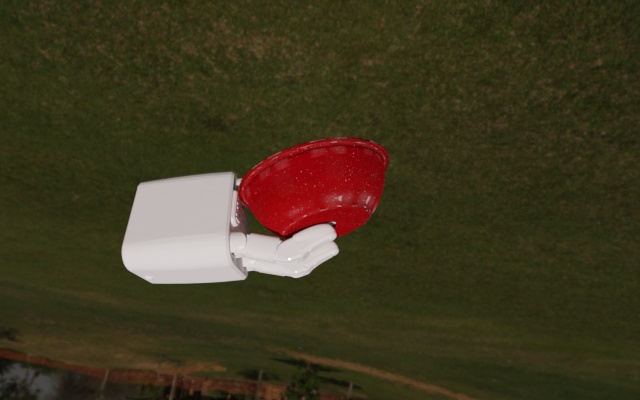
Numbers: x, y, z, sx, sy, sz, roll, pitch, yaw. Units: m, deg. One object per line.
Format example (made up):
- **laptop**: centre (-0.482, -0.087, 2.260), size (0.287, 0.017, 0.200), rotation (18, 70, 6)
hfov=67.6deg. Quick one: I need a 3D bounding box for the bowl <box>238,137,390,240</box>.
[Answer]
- **bowl**: centre (0.001, 0.002, 0.487), size (0.162, 0.055, 0.162), rotation (-13, -23, -6)
